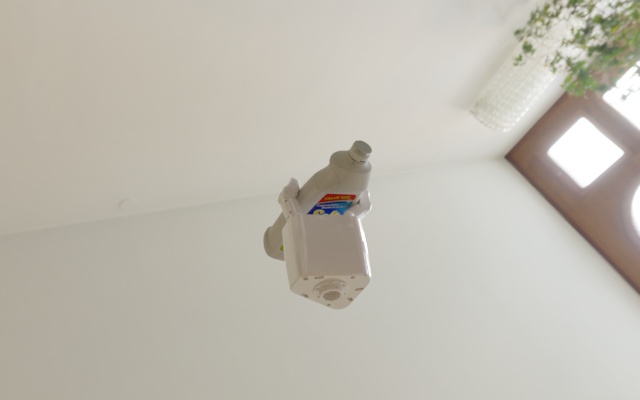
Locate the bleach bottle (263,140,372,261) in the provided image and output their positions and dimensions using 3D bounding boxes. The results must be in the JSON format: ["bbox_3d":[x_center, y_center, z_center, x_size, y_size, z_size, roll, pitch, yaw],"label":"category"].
[{"bbox_3d":[0.000,0.003,0.764,0.102,0.068,0.251,14,-48,-23],"label":"bleach bottle"}]
